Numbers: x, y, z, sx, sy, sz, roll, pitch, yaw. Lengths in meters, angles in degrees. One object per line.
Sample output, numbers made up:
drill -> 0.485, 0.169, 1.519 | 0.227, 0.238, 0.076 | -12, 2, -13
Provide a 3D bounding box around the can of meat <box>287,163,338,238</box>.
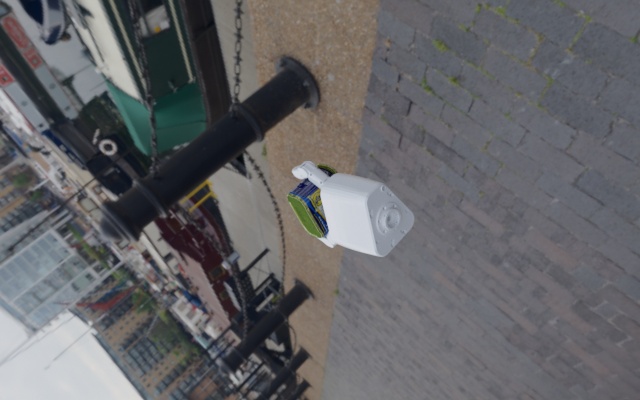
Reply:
can of meat -> 0.000, 0.003, 0.819 | 0.084, 0.102, 0.057 | -43, 34, -22
